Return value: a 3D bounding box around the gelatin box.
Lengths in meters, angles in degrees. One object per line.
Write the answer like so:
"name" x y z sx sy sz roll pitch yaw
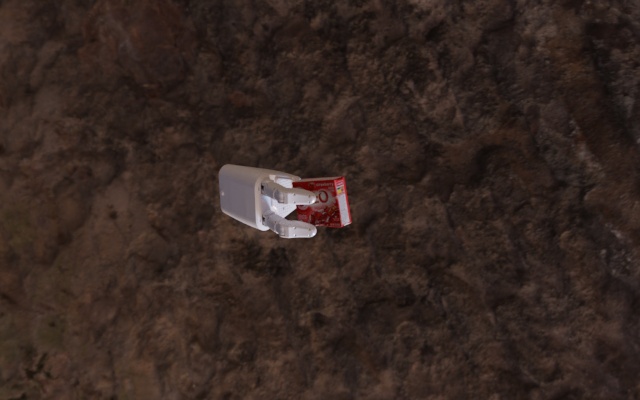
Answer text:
"gelatin box" 0.001 0.002 0.738 0.089 0.073 0.030 -1 13 40
